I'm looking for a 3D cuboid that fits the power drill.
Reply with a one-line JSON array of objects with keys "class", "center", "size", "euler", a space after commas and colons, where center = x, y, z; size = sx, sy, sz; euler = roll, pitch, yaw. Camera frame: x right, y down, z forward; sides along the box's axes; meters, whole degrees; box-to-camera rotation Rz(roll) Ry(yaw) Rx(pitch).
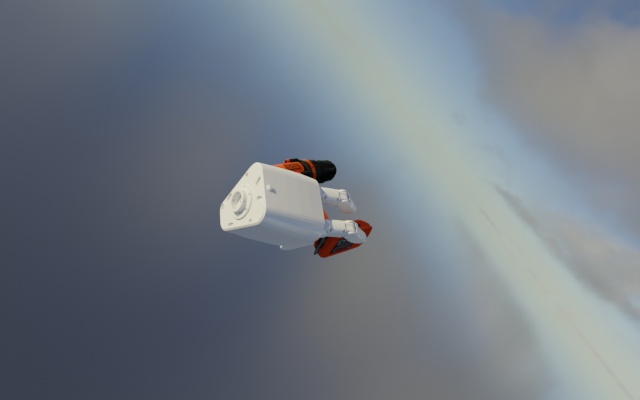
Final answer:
[{"class": "power drill", "center": [0.000, 0.003, 0.811], "size": [0.184, 0.057, 0.187], "euler": [-14, 53, -44]}]
